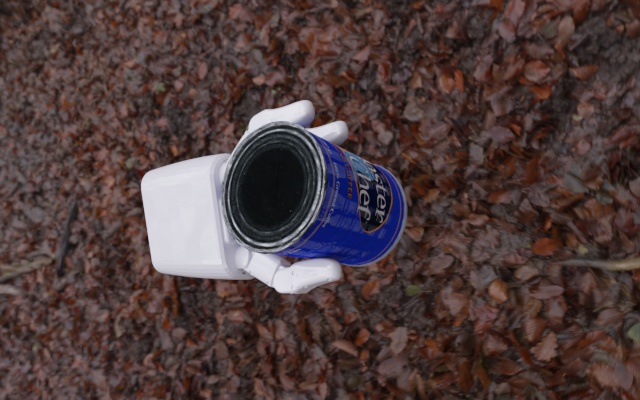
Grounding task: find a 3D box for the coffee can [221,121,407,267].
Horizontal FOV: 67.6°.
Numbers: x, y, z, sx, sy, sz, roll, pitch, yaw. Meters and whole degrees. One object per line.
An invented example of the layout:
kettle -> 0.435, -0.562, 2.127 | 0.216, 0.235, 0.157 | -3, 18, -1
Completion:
coffee can -> 0.000, 0.001, 0.415 | 0.103, 0.103, 0.140 | 0, -10, 34
